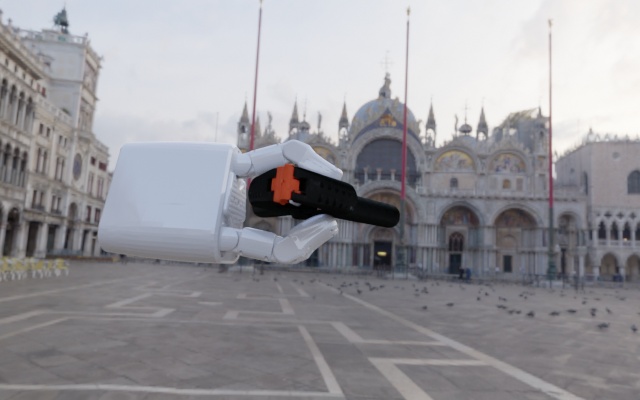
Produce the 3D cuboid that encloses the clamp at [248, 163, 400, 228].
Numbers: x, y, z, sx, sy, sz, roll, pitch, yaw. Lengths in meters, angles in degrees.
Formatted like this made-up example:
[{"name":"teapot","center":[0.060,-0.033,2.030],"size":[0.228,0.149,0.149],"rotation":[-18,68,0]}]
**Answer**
[{"name":"clamp","center":[0.000,0.001,0.446],"size":[0.164,0.036,0.210],"rotation":[4,-7,3]}]
